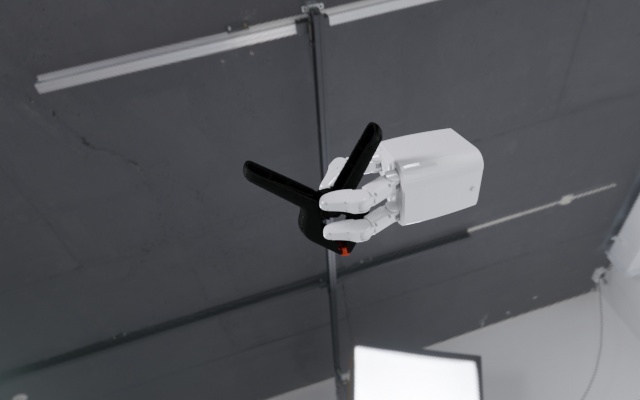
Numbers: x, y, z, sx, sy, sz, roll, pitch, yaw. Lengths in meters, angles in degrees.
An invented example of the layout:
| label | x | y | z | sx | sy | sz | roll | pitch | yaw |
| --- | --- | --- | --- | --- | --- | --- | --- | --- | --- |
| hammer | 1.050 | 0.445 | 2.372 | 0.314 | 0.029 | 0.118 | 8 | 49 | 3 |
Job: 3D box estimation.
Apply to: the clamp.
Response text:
| label | x | y | z | sx | sy | sz | roll | pitch | yaw |
| --- | --- | --- | --- | --- | --- | --- | --- | --- | --- |
| clamp | 0.000 | 0.002 | 0.608 | 0.164 | 0.036 | 0.210 | -12 | -44 | -2 |
